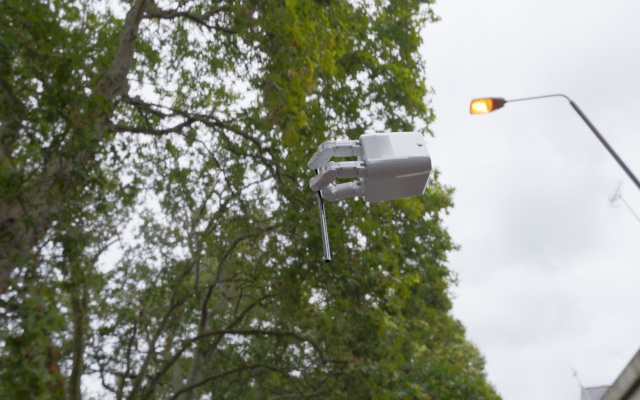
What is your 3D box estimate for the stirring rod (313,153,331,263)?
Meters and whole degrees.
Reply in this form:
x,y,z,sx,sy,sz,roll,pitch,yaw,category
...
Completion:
x,y,z,sx,sy,sz,roll,pitch,yaw,category
0.000,0.003,0.776,0.011,0.239,0.011,-4,-45,-3,stirring rod
